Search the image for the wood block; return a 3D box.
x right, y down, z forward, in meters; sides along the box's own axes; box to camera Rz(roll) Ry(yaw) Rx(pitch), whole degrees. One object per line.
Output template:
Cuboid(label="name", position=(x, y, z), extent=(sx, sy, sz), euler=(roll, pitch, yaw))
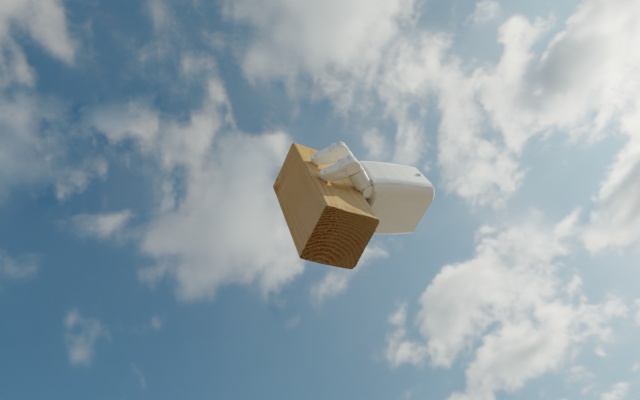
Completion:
Cuboid(label="wood block", position=(0.000, 0.003, 0.736), extent=(0.090, 0.091, 0.206), euler=(15, 24, -24))
